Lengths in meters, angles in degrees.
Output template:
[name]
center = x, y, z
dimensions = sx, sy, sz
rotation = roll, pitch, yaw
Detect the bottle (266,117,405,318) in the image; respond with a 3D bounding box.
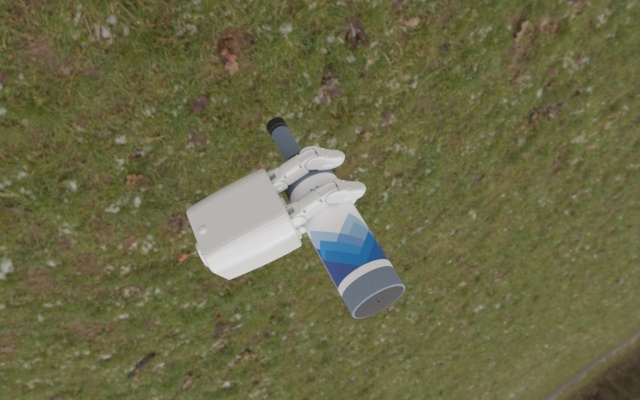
[bottle]
center = 0.000, 0.002, 0.596
dimensions = 0.069, 0.295, 0.069
rotation = -22, -32, -14
